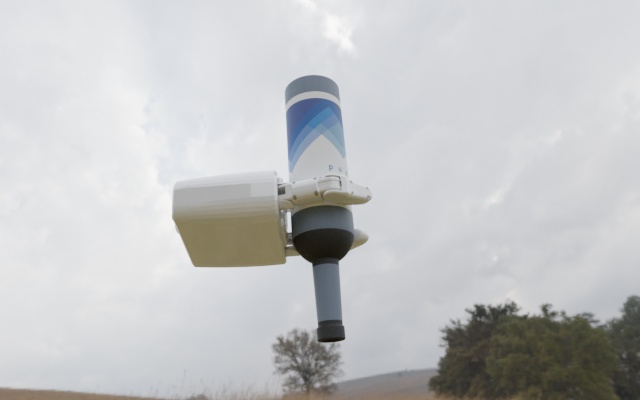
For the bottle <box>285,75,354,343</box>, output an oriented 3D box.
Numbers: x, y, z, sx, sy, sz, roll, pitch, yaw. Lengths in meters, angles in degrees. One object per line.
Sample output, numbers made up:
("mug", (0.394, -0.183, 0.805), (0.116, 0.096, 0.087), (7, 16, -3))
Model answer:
("bottle", (0.000, 0.001, 0.521), (0.069, 0.295, 0.069), (-4, -24, -2))
